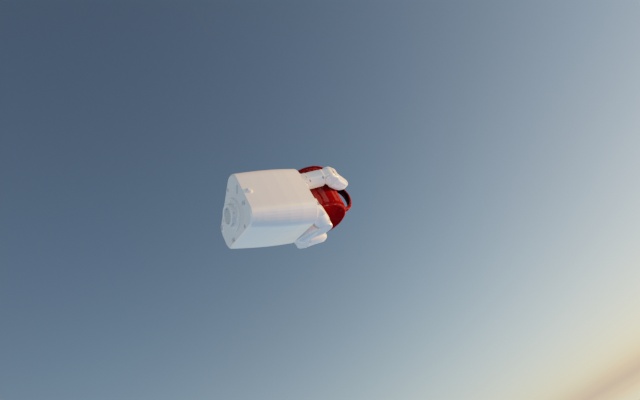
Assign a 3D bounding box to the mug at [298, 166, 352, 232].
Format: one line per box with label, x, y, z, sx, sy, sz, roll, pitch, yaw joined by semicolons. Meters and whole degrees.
mug;0.001;0.003;0.800;0.117;0.081;0.093;-5;-41;-33
